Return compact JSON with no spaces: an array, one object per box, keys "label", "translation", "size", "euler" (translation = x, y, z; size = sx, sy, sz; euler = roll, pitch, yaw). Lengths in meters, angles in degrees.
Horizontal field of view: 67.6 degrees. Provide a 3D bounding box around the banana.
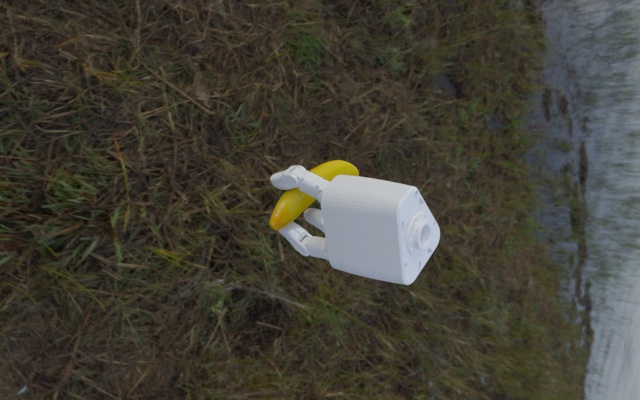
[{"label":"banana","translation":[0.002,-0.016,0.660],"size":[0.037,0.070,0.197],"euler":[13,22,35]}]
